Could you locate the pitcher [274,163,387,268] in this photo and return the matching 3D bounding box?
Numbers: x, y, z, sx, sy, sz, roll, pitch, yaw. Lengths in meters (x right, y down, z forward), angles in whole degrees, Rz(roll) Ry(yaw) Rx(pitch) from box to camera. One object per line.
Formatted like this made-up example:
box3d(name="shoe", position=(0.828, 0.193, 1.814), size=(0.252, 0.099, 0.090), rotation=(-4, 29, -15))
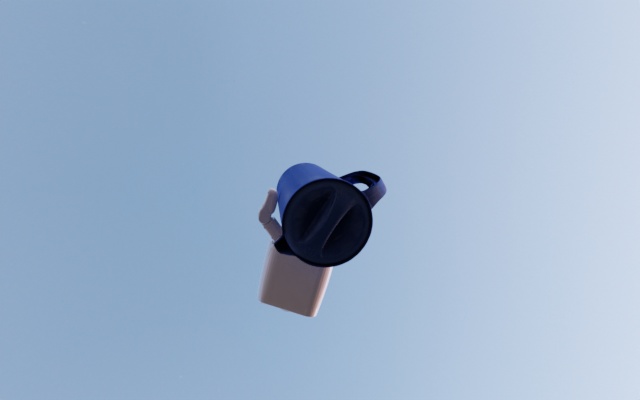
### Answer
box3d(name="pitcher", position=(0.000, 0.003, 0.788), size=(0.149, 0.145, 0.242), rotation=(13, 11, -13))
